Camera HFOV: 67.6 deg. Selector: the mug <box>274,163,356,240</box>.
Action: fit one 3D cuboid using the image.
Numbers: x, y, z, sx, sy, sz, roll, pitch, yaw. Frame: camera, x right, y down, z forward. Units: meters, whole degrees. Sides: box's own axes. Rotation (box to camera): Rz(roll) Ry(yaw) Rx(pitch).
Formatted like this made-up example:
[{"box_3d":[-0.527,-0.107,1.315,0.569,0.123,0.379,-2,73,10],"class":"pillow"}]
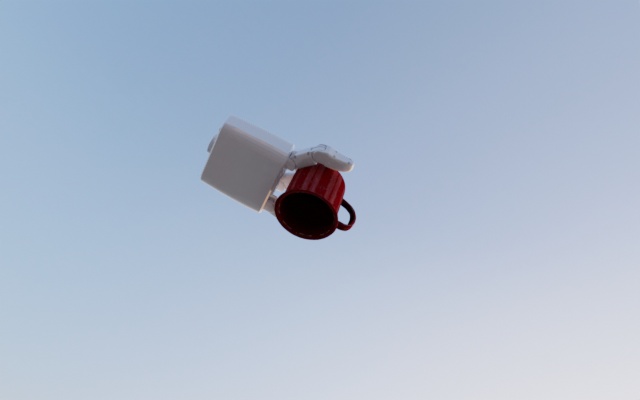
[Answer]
[{"box_3d":[0.001,0.003,0.696,0.117,0.093,0.081,27,42,-5],"class":"mug"}]
